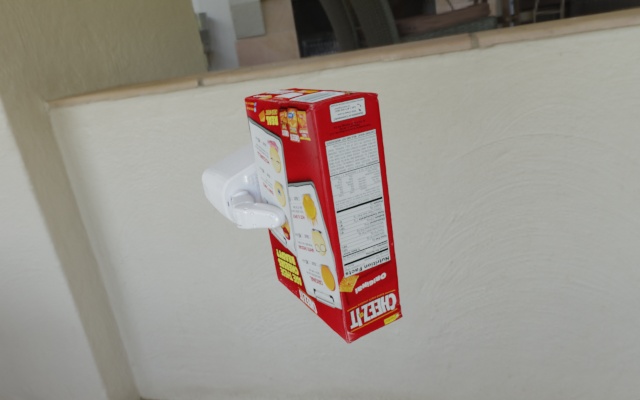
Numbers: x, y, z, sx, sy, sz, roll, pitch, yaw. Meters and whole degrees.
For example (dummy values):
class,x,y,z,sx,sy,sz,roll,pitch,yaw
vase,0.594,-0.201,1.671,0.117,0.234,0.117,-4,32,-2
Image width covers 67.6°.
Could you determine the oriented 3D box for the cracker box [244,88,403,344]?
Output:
class,x,y,z,sx,sy,sz,roll,pitch,yaw
cracker box,0.000,0.001,0.467,0.072,0.214,0.164,-17,20,-23
